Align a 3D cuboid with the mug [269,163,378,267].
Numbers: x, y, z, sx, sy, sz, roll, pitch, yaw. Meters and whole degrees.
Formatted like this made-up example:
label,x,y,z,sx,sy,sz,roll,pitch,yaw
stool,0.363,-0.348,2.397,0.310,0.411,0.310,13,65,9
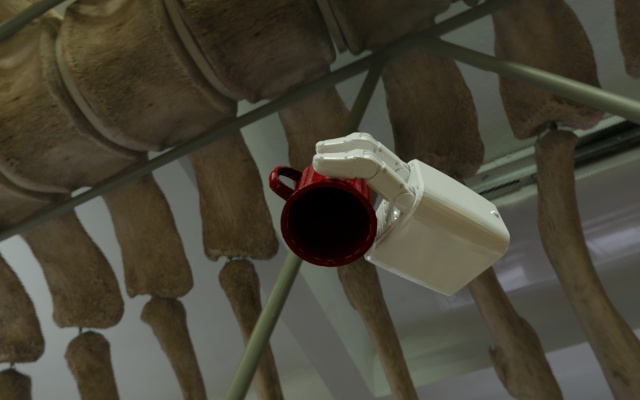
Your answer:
label,x,y,z,sx,sy,sz,roll,pitch,yaw
mug,-0.001,0.001,0.487,0.117,0.093,0.081,28,25,-9
